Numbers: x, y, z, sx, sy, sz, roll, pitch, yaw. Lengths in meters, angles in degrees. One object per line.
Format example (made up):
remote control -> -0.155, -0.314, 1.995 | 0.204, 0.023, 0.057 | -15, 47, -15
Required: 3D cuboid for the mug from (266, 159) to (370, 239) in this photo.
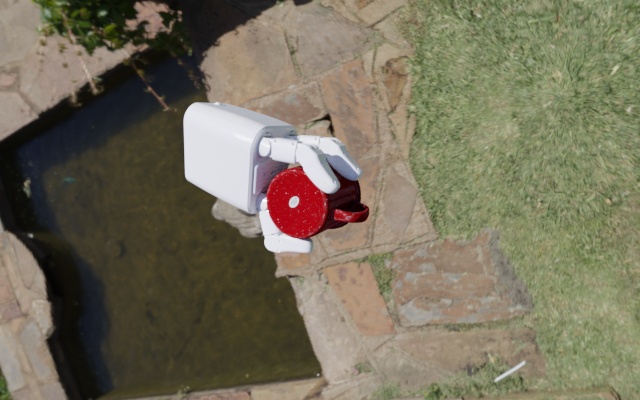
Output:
mug -> 0.001, 0.002, 0.558 | 0.117, 0.093, 0.081 | 22, 20, 22
